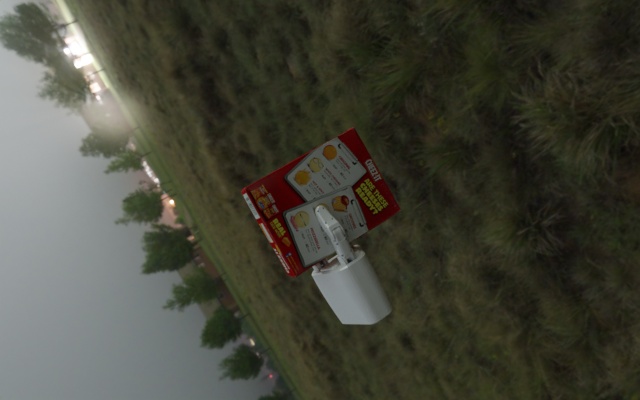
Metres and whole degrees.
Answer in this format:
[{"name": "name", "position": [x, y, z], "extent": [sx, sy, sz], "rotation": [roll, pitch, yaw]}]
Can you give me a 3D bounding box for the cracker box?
[{"name": "cracker box", "position": [0.000, 0.003, 0.798], "extent": [0.213, 0.164, 0.072], "rotation": [-31, 4, -16]}]
